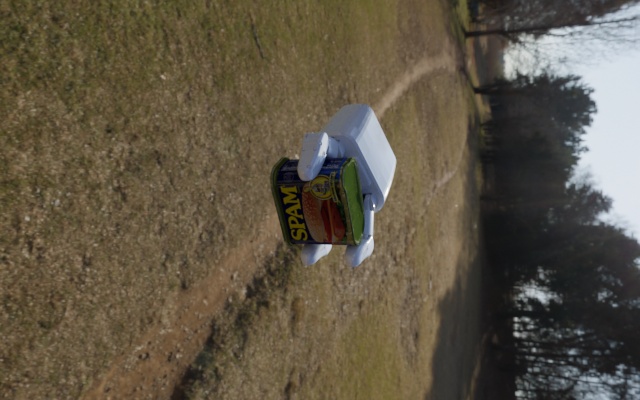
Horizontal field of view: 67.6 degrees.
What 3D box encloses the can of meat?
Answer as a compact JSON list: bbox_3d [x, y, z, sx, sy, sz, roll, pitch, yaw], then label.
[{"bbox_3d":[0.000,0.002,0.531,0.084,0.102,0.057,0,28,21],"label":"can of meat"}]
